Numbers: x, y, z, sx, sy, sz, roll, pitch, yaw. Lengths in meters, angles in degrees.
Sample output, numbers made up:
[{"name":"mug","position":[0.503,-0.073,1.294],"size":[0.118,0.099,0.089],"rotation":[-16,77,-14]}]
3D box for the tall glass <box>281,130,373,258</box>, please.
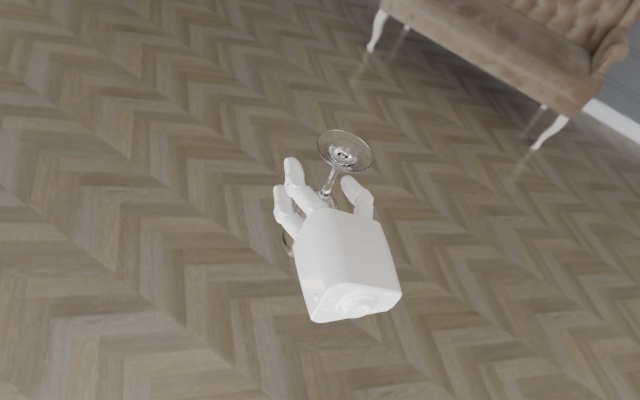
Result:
[{"name":"tall glass","position":[0.000,0.002,0.662],"size":[0.079,0.079,0.201],"rotation":[0,-40,-24]}]
